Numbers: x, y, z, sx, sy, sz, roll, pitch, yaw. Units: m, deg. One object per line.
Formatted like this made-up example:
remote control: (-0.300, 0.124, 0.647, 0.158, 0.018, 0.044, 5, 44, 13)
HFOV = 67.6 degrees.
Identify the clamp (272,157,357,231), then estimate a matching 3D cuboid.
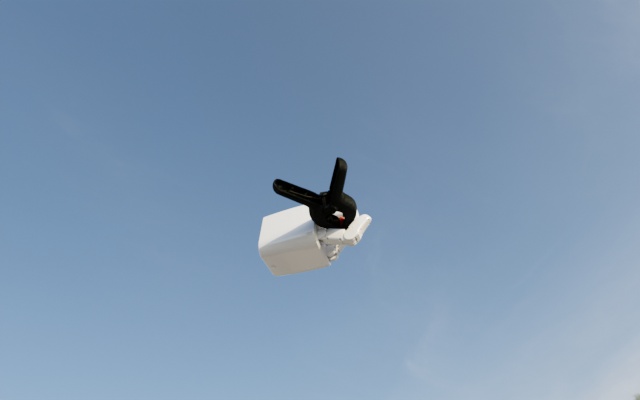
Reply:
clamp: (0.000, 0.002, 0.771, 0.120, 0.039, 0.172, -8, -41, 13)
